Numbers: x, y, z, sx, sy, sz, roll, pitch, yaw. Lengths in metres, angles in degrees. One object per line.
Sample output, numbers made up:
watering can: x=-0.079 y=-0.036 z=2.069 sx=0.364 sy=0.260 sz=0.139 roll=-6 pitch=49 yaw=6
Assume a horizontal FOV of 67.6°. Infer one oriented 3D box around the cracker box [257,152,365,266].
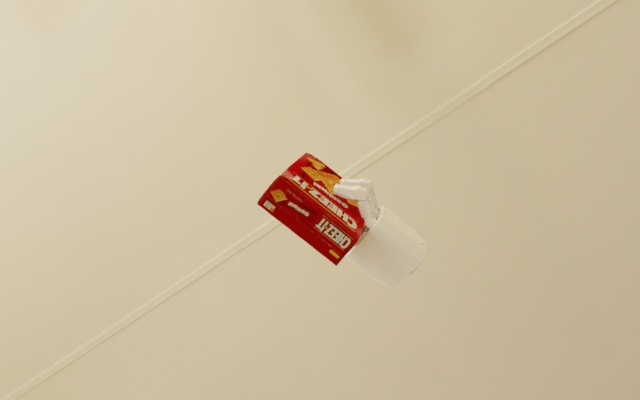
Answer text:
cracker box: x=0.000 y=0.003 z=0.845 sx=0.164 sy=0.072 sz=0.213 roll=38 pitch=18 yaw=-2
